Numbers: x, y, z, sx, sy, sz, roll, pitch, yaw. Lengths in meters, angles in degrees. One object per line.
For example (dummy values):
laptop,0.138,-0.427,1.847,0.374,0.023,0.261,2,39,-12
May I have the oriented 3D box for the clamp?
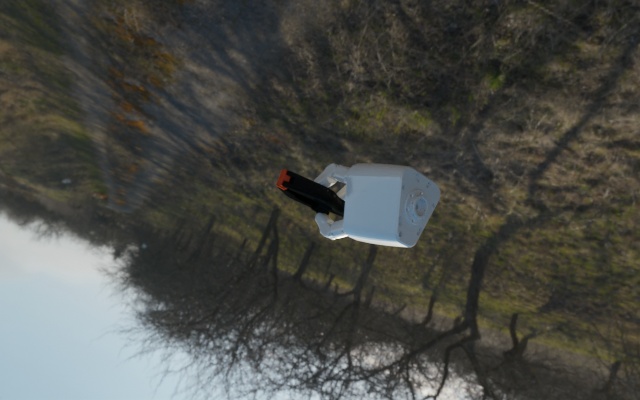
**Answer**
clamp,0.000,0.003,0.800,0.210,0.036,0.164,28,-14,-36
